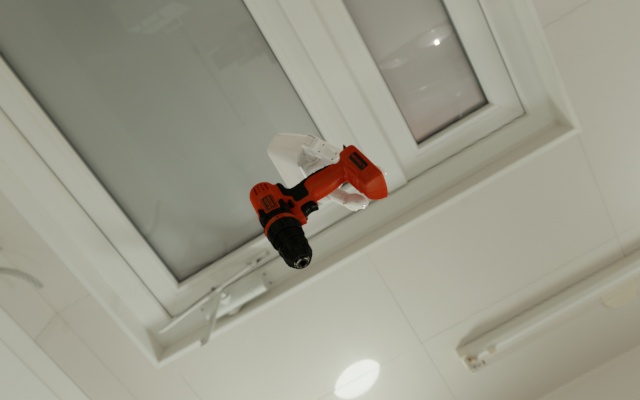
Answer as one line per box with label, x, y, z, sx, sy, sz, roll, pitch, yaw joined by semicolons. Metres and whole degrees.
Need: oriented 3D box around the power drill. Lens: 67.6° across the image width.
power drill;0.000;0.002;0.699;0.187;0.057;0.184;-26;43;-9
